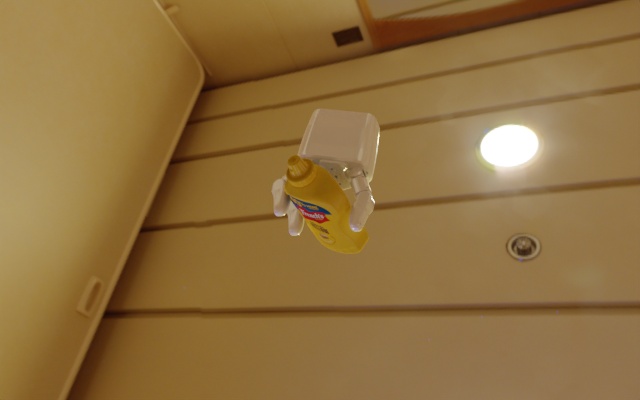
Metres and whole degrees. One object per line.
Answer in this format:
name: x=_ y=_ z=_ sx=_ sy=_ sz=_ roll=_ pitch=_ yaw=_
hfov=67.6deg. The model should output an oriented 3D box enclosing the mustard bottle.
mustard bottle: x=0.000 y=0.003 z=0.687 sx=0.096 sy=0.058 sz=0.192 roll=22 pitch=-24 yaw=37
